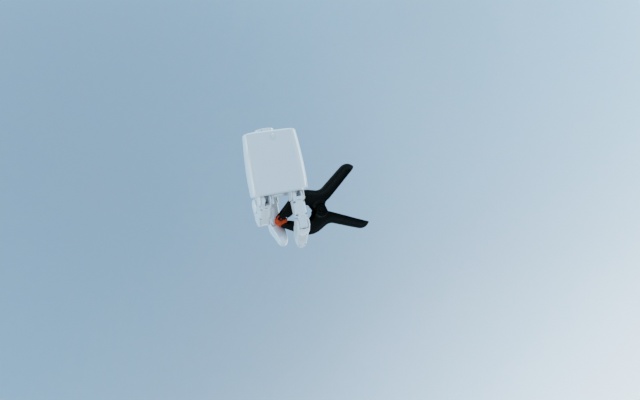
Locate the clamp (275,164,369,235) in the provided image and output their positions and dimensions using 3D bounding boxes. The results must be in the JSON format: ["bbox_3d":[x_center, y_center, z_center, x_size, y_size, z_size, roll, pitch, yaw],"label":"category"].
[{"bbox_3d":[0.000,0.003,0.848,0.171,0.120,0.039,-10,0,-20],"label":"clamp"}]
